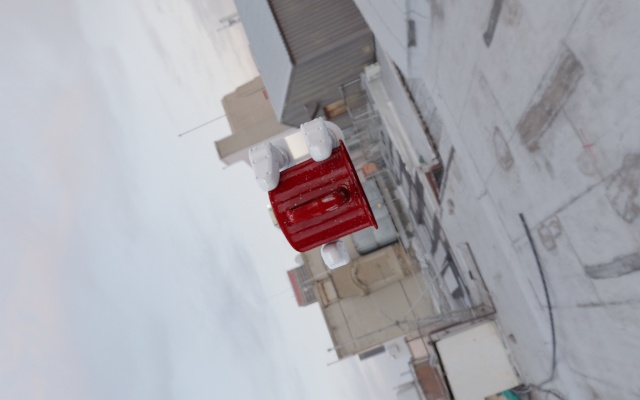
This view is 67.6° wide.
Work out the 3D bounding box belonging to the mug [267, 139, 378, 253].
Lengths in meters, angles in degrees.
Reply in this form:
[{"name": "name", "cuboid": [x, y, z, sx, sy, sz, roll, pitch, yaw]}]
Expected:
[{"name": "mug", "cuboid": [0.000, 0.002, 0.447, 0.081, 0.093, 0.117, -22, 7, 7]}]
